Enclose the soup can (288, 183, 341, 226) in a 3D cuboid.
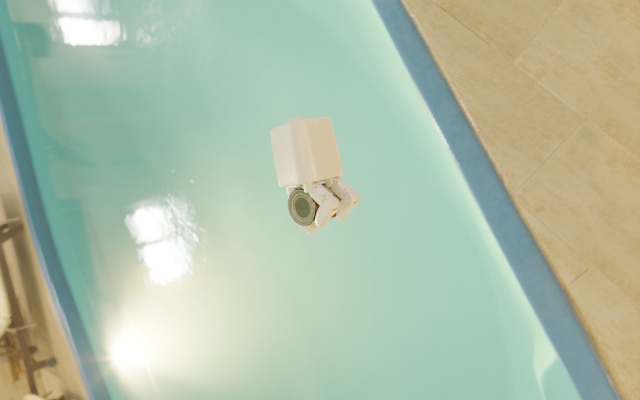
[{"bbox_3d":[0.000,0.003,0.853,0.068,0.068,0.102,0,11,42],"label":"soup can"}]
